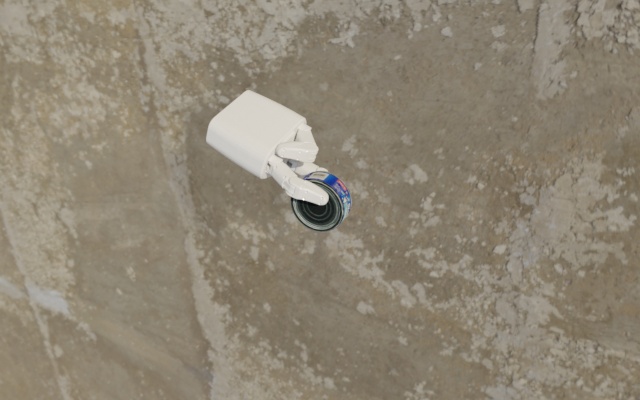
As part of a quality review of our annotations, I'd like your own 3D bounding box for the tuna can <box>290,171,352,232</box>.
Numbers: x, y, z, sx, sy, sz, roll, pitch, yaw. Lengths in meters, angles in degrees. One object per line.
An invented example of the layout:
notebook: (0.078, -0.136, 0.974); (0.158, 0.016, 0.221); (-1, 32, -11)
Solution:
tuna can: (0.000, 0.003, 0.693); (0.086, 0.086, 0.033); (0, 25, 26)
